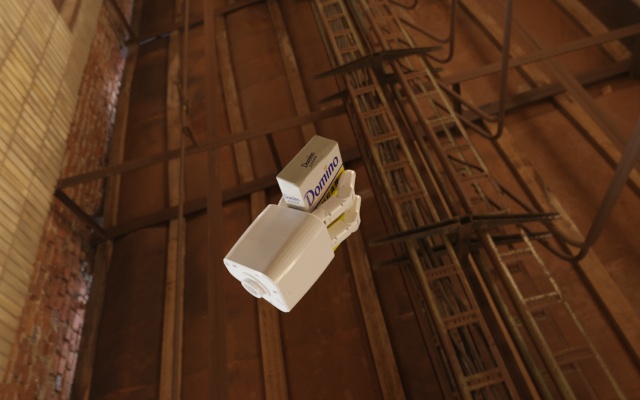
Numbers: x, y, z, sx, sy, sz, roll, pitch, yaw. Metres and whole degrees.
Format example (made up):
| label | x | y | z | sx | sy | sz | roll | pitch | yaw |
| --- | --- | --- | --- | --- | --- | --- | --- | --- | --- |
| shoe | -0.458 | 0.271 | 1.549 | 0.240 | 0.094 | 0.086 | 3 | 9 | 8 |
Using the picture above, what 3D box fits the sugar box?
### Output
| label | x | y | z | sx | sy | sz | roll | pitch | yaw |
| --- | --- | --- | --- | --- | --- | --- | --- | --- | --- |
| sugar box | 0.000 | 0.003 | 0.696 | 0.048 | 0.093 | 0.176 | 24 | -31 | 29 |
